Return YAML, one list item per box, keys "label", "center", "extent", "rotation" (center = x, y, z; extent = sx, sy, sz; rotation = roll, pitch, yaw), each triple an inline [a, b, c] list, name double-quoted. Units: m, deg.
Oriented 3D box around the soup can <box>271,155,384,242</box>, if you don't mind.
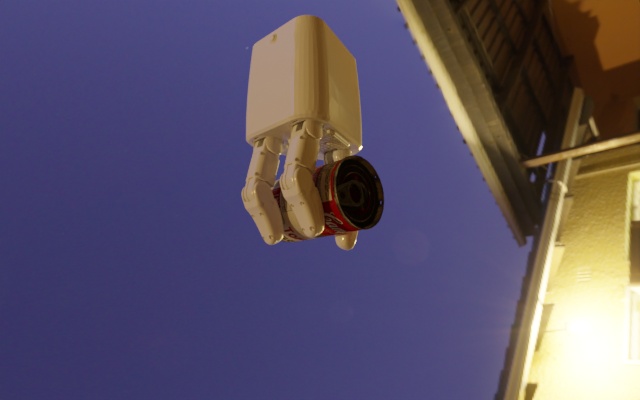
- label: "soup can"
  center: [0.000, 0.002, 0.460]
  extent: [0.102, 0.068, 0.068]
  rotation: [-14, -10, 42]
